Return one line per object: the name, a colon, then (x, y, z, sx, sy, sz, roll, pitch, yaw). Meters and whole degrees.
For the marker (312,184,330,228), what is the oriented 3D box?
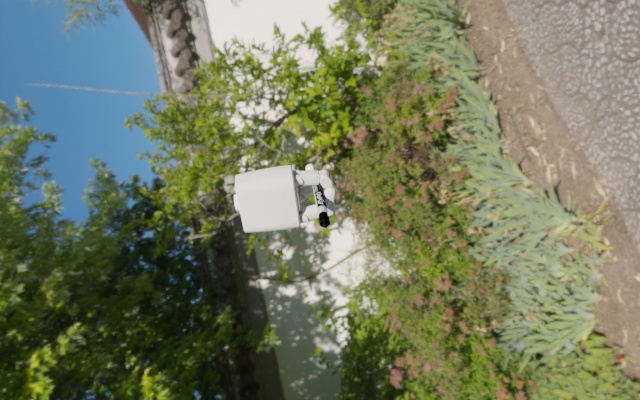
marker: (0.000, 0.003, 0.848, 0.020, 0.020, 0.121, 0, 42, -10)
